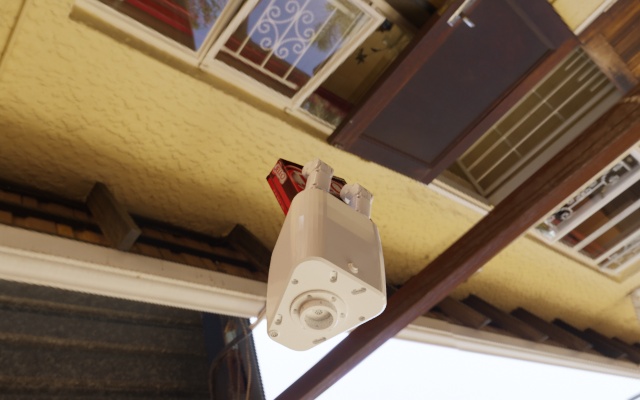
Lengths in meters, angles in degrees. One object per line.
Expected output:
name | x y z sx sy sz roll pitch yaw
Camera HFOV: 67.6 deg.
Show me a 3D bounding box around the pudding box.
pudding box | 0.000 0.002 0.567 0.113 0.039 0.090 17 32 -44
